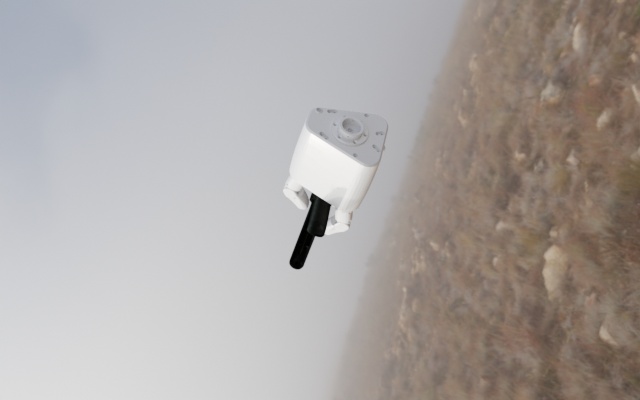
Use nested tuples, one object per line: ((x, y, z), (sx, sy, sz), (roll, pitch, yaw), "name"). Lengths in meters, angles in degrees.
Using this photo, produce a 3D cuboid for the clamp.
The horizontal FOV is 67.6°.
((0.000, 0.002, 0.752), (0.036, 0.209, 0.165), (21, -35, -5), "clamp")
